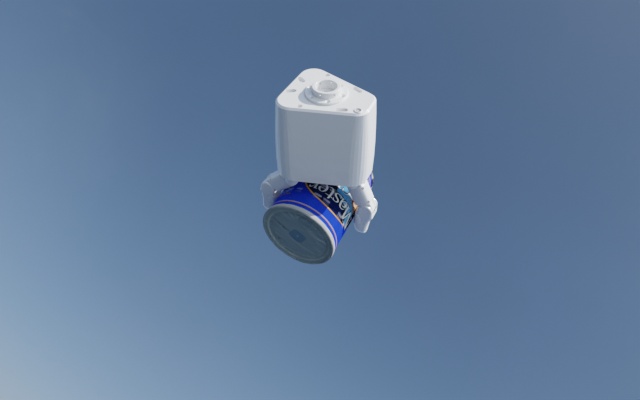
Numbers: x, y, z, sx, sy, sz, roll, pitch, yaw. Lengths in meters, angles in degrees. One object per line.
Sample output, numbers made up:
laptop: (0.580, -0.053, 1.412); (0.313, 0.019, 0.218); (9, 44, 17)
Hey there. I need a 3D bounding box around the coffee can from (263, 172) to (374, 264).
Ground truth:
coffee can: (0.000, 0.002, 0.657); (0.103, 0.103, 0.140); (0, 40, 35)
